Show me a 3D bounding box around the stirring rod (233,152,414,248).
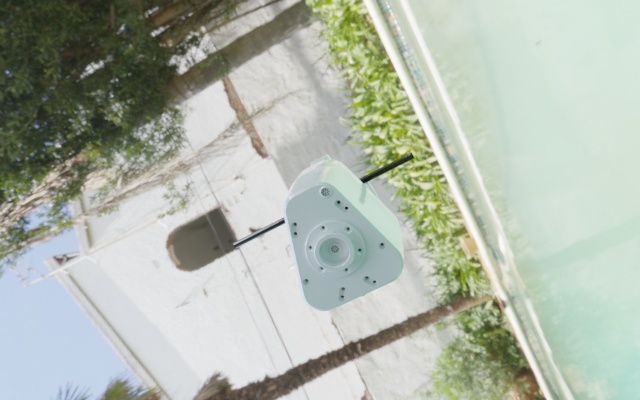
[{"bbox_3d":[0.000,0.002,0.566,0.239,0.011,0.011,-27,-5,11],"label":"stirring rod"}]
